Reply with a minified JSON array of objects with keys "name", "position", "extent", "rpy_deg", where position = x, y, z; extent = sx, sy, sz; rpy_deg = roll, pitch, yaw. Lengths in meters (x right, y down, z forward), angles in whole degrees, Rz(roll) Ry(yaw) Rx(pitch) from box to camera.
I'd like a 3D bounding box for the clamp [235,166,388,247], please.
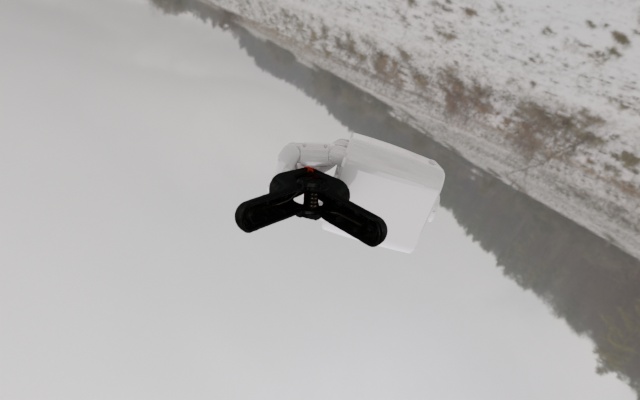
[{"name":"clamp","position":[0.000,0.002,0.440],"extent":[0.120,0.039,0.171],"rpy_deg":[15,19,2]}]
